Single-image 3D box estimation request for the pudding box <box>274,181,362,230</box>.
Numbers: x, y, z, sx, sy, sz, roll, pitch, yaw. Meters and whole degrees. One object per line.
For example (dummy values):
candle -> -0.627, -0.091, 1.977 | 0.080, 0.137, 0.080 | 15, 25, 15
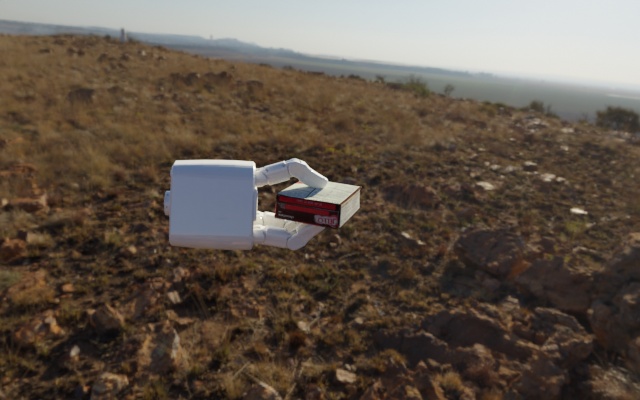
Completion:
pudding box -> 0.000, 0.002, 0.653 | 0.090, 0.039, 0.113 | 11, 18, 17
